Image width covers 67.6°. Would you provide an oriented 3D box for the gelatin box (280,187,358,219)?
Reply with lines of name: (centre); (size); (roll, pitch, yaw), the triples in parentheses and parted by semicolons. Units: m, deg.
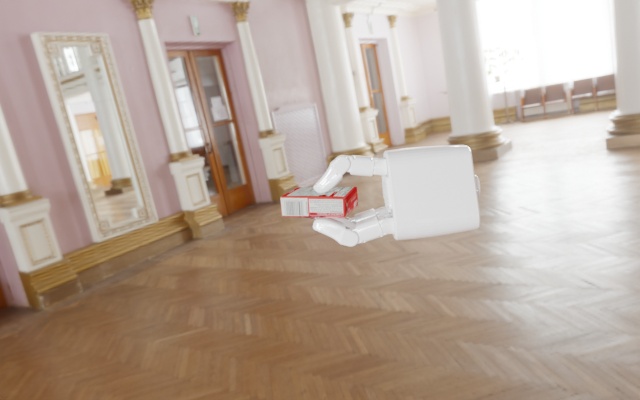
gelatin box: (0.000, 0.002, 0.636); (0.089, 0.030, 0.073); (1, 12, 15)
